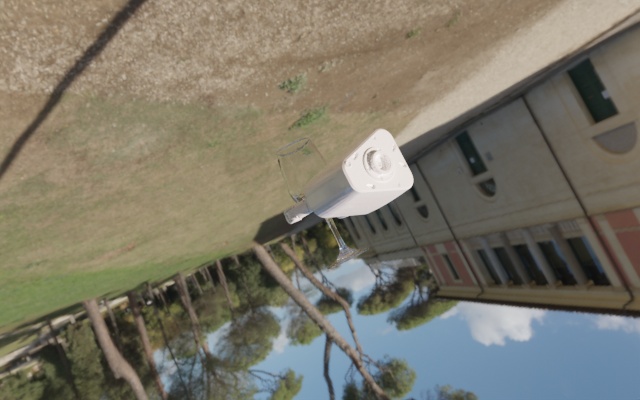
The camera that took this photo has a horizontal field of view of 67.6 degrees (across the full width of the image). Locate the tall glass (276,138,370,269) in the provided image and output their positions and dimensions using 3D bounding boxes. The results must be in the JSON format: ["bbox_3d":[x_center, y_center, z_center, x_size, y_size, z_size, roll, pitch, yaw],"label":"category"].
[{"bbox_3d":[0.000,0.003,0.757,0.079,0.201,0.079,-27,-4,-2],"label":"tall glass"}]
